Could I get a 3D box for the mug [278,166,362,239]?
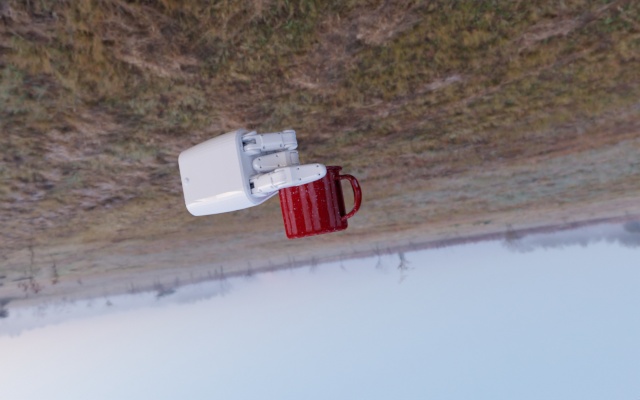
[{"bbox_3d":[0.001,0.002,0.612,0.117,0.081,0.093,-12,-4,28],"label":"mug"}]
